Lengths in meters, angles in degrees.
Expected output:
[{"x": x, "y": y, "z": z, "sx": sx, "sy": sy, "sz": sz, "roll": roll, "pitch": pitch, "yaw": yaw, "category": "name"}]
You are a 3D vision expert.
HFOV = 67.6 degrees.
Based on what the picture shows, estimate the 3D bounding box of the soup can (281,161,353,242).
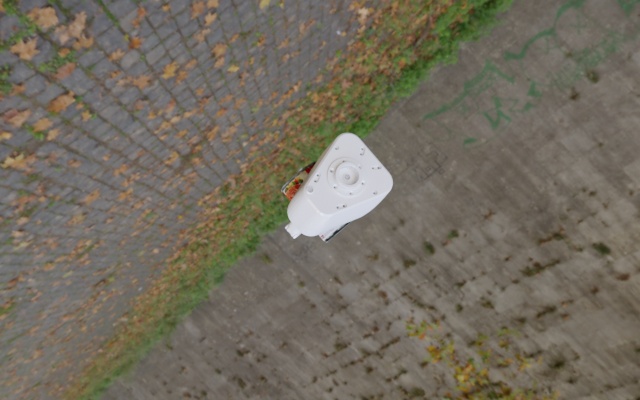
[{"x": 0.000, "y": 0.003, "z": 0.703, "sx": 0.068, "sy": 0.102, "sz": 0.068, "roll": -40, "pitch": -3, "yaw": -3, "category": "soup can"}]
